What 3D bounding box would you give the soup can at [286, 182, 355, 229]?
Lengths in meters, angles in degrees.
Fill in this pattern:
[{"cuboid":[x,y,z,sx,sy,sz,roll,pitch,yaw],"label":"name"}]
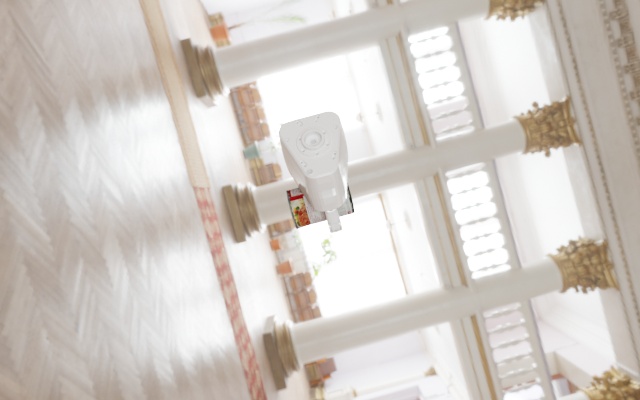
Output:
[{"cuboid":[0.000,0.003,0.802,0.102,0.068,0.068,-15,0,0],"label":"soup can"}]
